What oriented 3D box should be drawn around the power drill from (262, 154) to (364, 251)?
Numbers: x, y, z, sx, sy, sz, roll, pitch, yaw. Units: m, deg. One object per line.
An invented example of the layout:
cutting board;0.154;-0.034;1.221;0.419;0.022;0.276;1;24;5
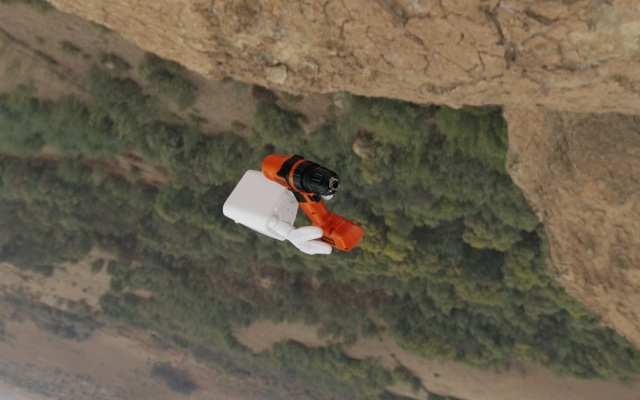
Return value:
power drill;0.000;0.003;0.804;0.184;0.057;0.188;22;-27;51
